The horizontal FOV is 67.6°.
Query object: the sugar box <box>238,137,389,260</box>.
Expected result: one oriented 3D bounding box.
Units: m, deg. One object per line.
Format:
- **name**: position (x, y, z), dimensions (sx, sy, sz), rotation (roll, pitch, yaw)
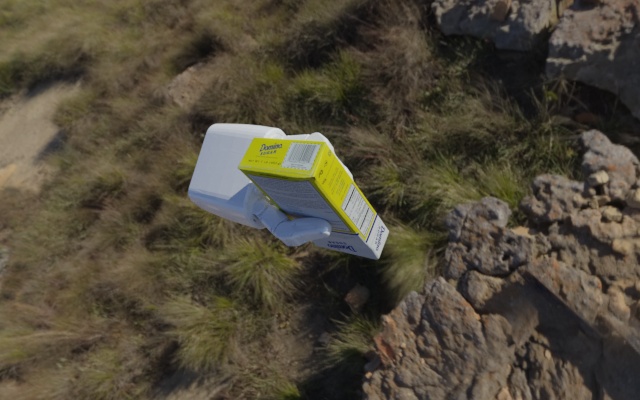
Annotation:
- **sugar box**: position (0.000, 0.001, 0.516), dimensions (0.093, 0.048, 0.176), rotation (9, -23, 34)
